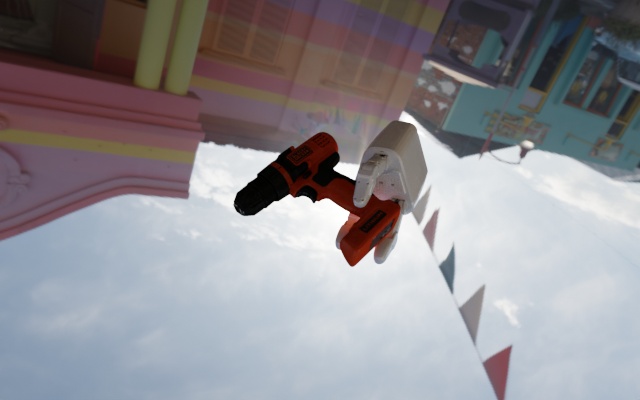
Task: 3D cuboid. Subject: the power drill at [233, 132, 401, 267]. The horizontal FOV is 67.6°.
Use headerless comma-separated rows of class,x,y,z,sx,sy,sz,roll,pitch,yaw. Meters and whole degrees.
power drill,0.001,0.002,0.657,0.184,0.187,0.057,-40,-21,-25
